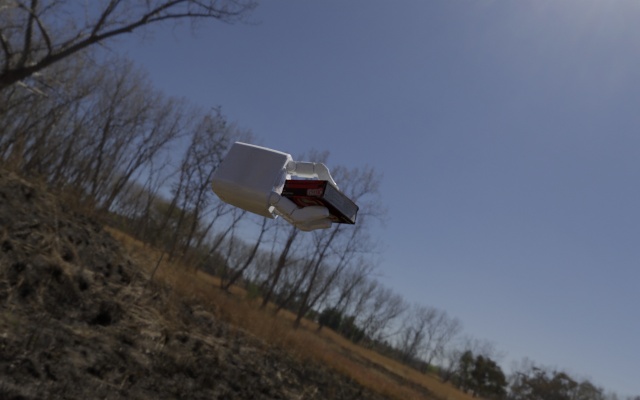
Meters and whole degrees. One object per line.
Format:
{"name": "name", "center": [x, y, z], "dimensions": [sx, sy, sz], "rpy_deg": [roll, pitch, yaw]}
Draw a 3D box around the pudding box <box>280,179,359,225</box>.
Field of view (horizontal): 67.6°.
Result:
{"name": "pudding box", "center": [0.000, 0.003, 0.817], "dimensions": [0.090, 0.039, 0.113], "rpy_deg": [4, -20, 37]}
